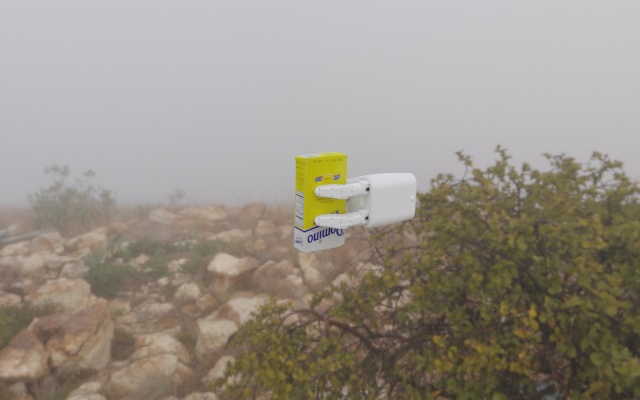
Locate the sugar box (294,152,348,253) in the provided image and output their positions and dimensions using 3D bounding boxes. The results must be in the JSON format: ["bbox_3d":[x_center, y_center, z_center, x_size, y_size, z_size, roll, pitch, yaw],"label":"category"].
[{"bbox_3d":[0.001,0.003,0.880,0.093,0.176,0.048,-8,14,-31],"label":"sugar box"}]
